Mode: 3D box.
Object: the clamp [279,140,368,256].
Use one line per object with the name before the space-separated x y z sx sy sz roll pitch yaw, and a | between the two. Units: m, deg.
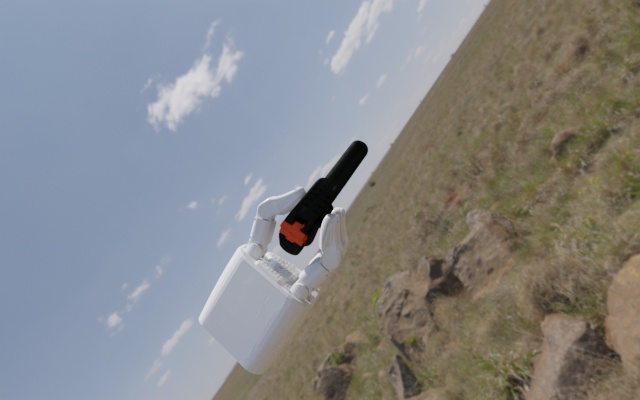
clamp | -0.001 0.002 0.555 0.036 0.164 0.210 32 10 5
